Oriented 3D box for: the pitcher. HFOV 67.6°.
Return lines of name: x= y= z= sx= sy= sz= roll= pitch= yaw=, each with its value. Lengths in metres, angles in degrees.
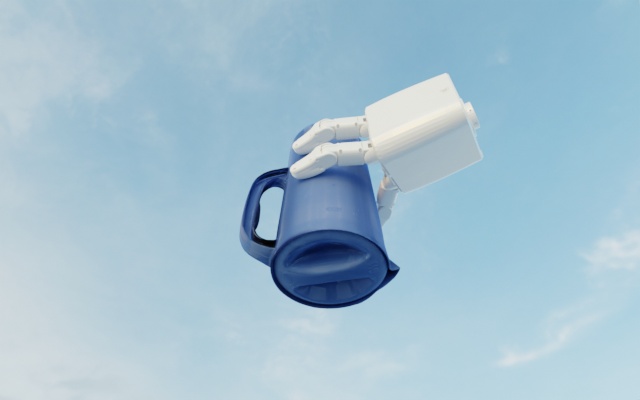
pitcher: x=0.000 y=0.002 z=0.609 sx=0.145 sy=0.242 sz=0.149 roll=-25 pitch=-53 yaw=19
